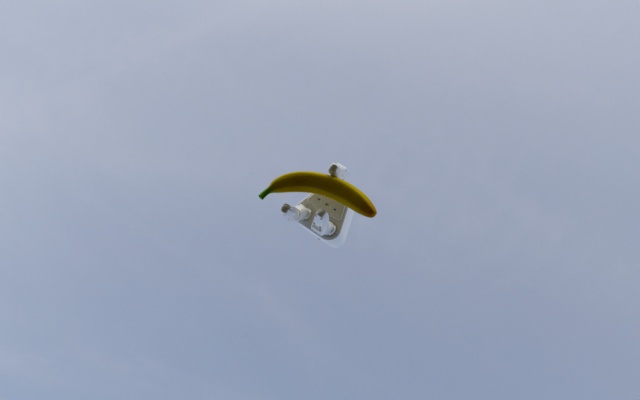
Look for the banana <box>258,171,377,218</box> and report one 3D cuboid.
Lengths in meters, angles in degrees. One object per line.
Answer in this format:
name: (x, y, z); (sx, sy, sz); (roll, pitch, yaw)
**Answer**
banana: (0.001, -0.015, 0.801); (0.198, 0.069, 0.037); (8, -23, 11)
